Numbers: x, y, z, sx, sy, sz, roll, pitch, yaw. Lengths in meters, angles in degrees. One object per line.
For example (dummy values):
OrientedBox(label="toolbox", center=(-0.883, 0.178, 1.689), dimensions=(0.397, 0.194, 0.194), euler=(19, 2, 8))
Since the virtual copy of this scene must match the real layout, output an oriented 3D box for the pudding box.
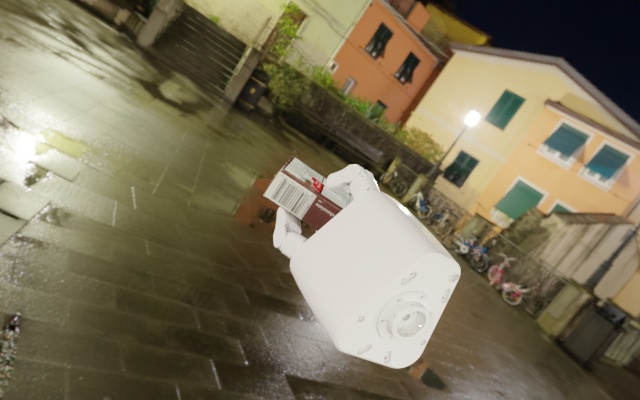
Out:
OrientedBox(label="pudding box", center=(0.000, 0.002, 0.523), dimensions=(0.113, 0.039, 0.090), euler=(35, 13, -4))
